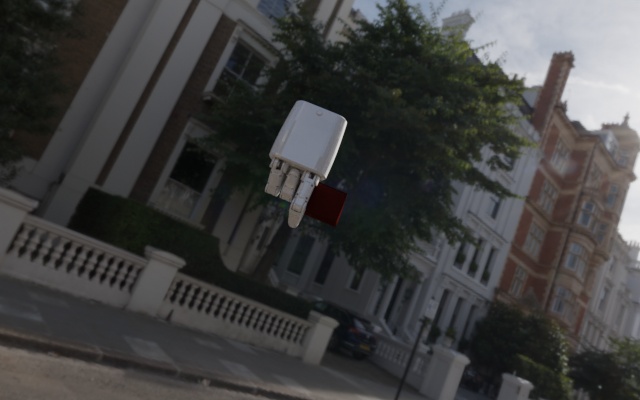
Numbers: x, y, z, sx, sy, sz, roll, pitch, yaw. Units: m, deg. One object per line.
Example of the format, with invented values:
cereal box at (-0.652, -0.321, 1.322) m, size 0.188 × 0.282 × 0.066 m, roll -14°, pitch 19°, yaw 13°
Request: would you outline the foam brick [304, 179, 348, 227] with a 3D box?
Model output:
foam brick at (0.000, 0.003, 0.792) m, size 0.078 × 0.051 × 0.053 m, roll 23°, pitch -12°, yaw 3°
